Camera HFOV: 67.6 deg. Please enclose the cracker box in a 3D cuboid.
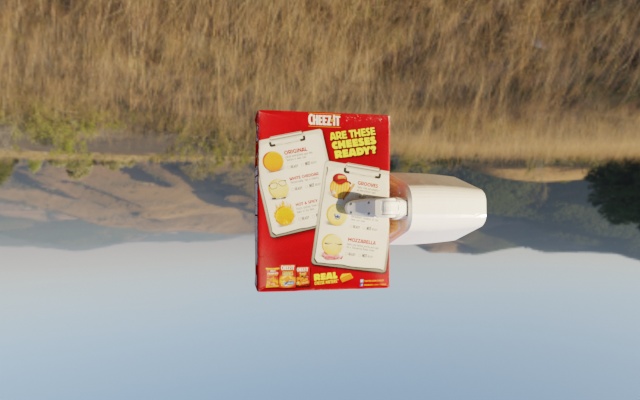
[{"bbox_3d":[0.000,0.002,0.597,0.164,0.213,0.072,0,-1,-13],"label":"cracker box"}]
